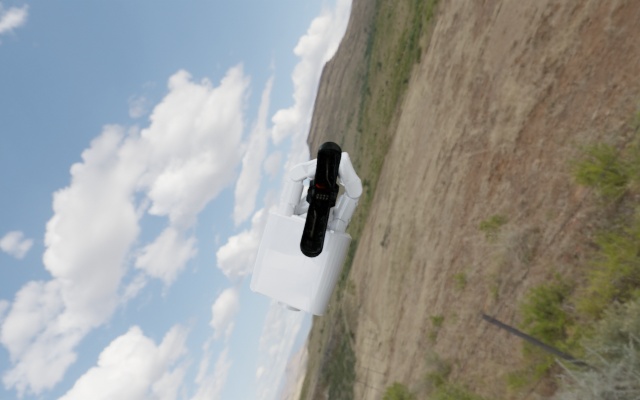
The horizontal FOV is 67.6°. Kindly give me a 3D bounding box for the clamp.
[{"bbox_3d":[0.000,0.002,0.555,0.039,0.120,0.171,17,-2,3],"label":"clamp"}]
